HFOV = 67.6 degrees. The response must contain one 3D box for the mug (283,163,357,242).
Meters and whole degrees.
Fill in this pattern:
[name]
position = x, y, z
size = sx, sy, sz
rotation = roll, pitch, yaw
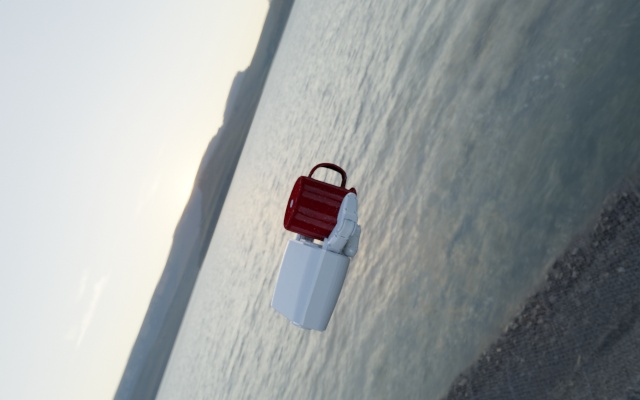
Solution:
[mug]
position = 0.000, 0.001, 0.680
size = 0.081, 0.117, 0.093
rotation = 18, -5, -11
